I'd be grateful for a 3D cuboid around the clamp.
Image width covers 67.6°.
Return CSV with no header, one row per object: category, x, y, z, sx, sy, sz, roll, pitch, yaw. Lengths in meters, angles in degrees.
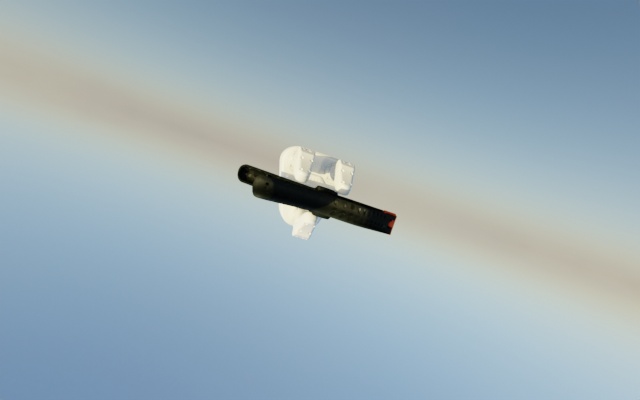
clamp,0.000,0.003,0.579,0.210,0.036,0.164,18,4,-11
